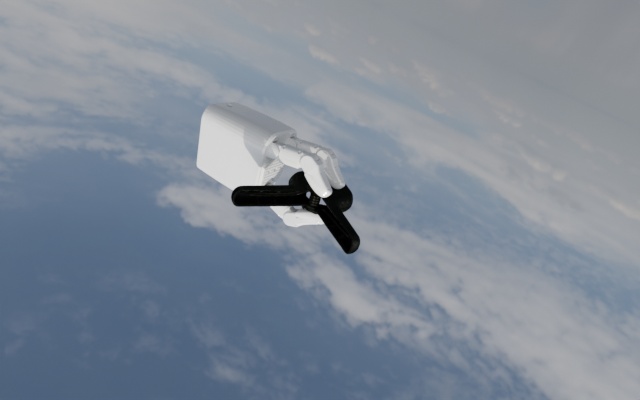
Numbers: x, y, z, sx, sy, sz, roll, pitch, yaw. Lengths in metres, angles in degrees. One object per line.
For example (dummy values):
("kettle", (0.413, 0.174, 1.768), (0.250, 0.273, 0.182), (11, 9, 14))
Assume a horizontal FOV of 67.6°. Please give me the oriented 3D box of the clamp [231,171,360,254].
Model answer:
("clamp", (0.000, 0.003, 0.641), (0.164, 0.036, 0.210), (26, 22, 14))
